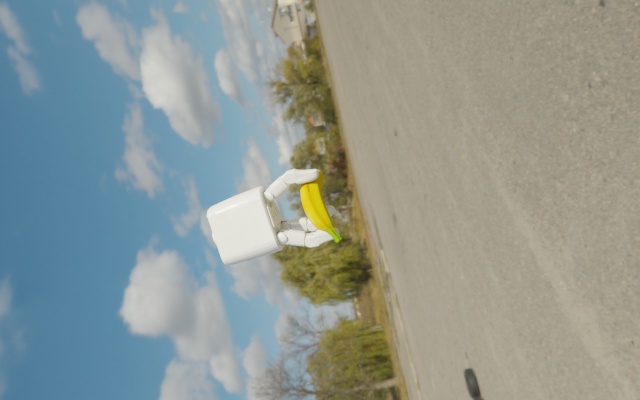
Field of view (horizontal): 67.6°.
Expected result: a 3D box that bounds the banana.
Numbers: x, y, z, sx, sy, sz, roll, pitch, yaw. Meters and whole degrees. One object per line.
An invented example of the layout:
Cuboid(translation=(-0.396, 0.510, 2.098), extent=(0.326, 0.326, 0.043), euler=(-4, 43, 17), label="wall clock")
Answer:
Cuboid(translation=(-0.009, -0.007, 0.837), extent=(0.037, 0.070, 0.197), euler=(-28, 37, 13), label="banana")
